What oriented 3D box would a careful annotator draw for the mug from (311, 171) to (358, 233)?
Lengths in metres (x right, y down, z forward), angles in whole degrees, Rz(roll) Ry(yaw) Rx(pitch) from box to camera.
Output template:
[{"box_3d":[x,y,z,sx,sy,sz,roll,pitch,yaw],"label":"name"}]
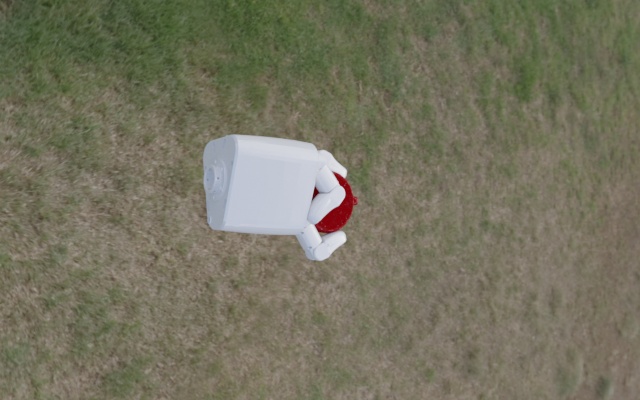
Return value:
[{"box_3d":[0.001,0.002,0.654,0.117,0.093,0.081,2,-1,-36],"label":"mug"}]
